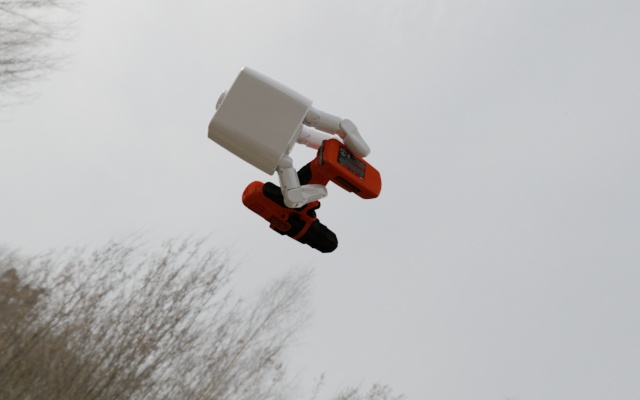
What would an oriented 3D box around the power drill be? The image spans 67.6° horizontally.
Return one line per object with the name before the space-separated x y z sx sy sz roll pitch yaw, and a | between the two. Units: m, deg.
power drill | 0.000 0.002 0.718 0.184 0.057 0.188 33 -48 -27
